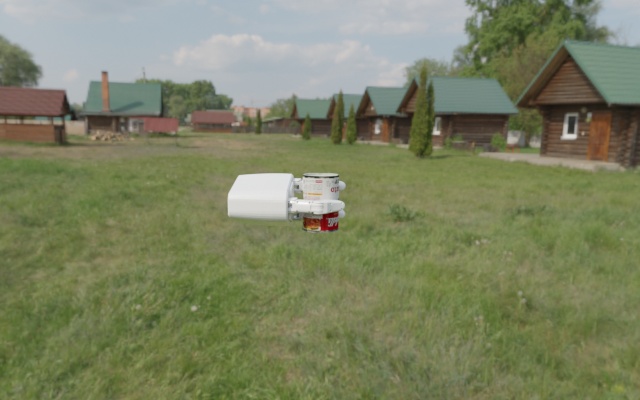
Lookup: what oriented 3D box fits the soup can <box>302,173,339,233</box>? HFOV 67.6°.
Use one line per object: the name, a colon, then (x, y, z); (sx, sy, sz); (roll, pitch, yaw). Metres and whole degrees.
soup can: (0.001, 0.003, 0.875); (0.068, 0.102, 0.068); (1, 8, 0)
